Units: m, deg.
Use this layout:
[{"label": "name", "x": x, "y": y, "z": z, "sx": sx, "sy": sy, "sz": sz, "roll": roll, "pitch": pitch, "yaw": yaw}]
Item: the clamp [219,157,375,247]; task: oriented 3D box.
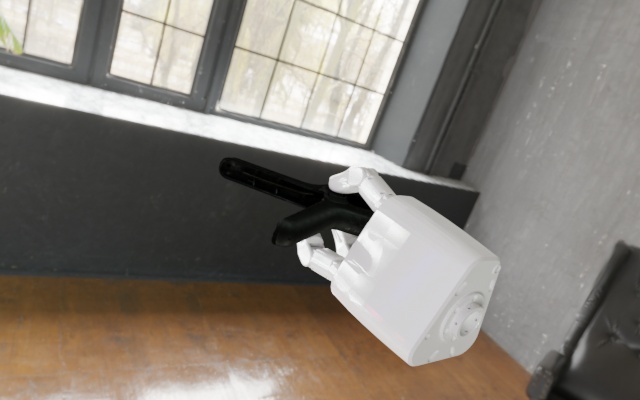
[{"label": "clamp", "x": 0.001, "y": 0.001, "z": 0.516, "sx": 0.210, "sy": 0.036, "sz": 0.164, "roll": 5, "pitch": 25, "yaw": -40}]
